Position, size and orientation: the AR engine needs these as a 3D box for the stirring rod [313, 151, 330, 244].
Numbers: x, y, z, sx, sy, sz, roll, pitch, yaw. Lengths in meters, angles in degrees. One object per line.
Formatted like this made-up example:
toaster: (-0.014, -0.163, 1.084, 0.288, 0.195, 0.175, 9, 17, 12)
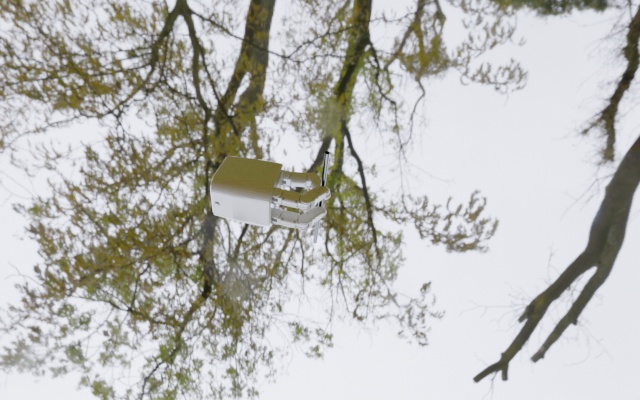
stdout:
stirring rod: (0.000, 0.003, 0.854, 0.011, 0.011, 0.240, 0, -41, -7)
